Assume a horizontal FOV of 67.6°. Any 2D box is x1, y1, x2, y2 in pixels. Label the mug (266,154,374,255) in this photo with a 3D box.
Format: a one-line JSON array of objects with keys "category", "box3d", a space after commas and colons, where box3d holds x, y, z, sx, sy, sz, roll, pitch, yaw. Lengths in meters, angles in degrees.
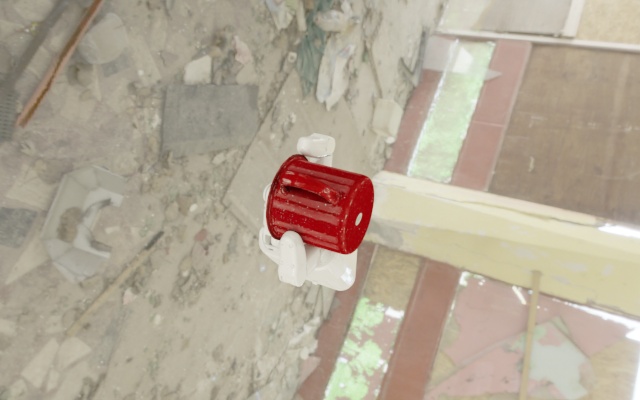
[{"category": "mug", "box3d": [0.000, 0.001, 0.471, 0.081, 0.093, 0.117, 15, -18, 23]}]
